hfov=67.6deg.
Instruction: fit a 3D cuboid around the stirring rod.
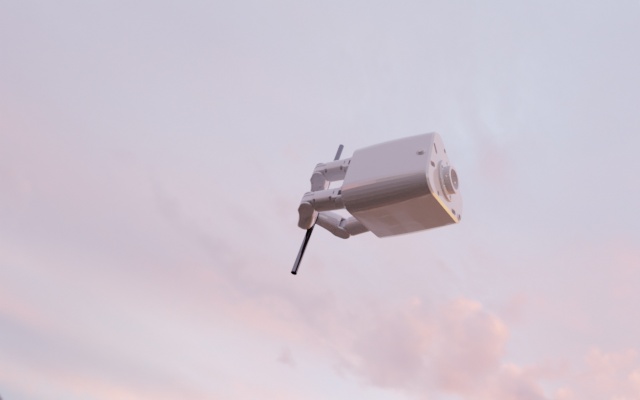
[{"bbox_3d":[0.000,0.002,0.651,0.011,0.239,0.011,12,-42,10],"label":"stirring rod"}]
